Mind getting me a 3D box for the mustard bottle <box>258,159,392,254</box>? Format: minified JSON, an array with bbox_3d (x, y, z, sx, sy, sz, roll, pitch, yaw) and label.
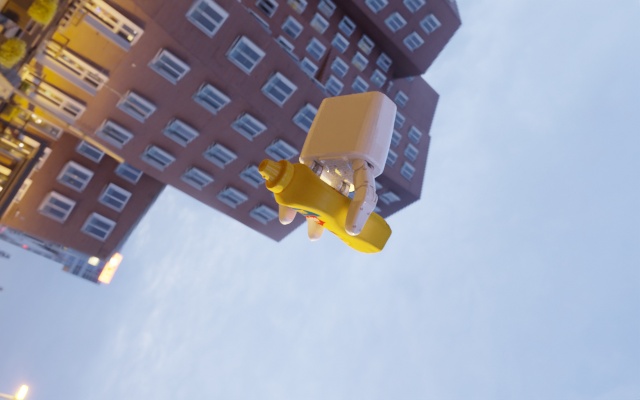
[{"bbox_3d":[0.000,0.002,0.613,0.192,0.058,0.096,34,-5,-32],"label":"mustard bottle"}]
